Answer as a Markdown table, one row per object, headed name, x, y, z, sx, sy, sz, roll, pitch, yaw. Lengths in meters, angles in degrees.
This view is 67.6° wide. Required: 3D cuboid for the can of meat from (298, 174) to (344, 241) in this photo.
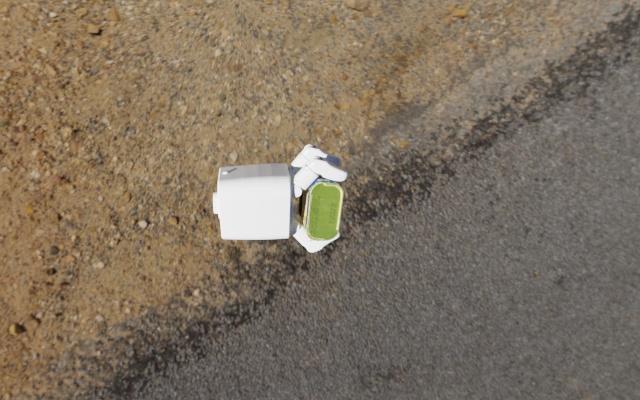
| name | x | y | z | sx | sy | sz | roll | pitch | yaw |
| --- | --- | --- | --- | --- | --- | --- | --- | --- | --- |
| can of meat | 0.000 | 0.003 | 0.750 | 0.057 | 0.102 | 0.084 | 2 | 23 | -10 |
